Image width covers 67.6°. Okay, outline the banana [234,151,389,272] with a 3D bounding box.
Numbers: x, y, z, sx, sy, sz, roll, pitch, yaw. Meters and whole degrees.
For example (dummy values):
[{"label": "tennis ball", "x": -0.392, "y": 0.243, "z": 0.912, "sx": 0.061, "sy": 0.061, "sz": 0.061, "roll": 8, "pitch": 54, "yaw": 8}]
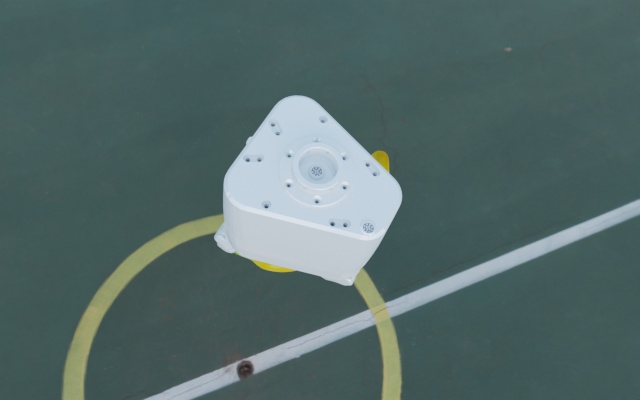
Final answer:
[{"label": "banana", "x": 0.008, "y": 0.018, "z": 0.490, "sx": 0.198, "sy": 0.069, "sz": 0.037, "roll": -32, "pitch": -17, "yaw": -16}]
